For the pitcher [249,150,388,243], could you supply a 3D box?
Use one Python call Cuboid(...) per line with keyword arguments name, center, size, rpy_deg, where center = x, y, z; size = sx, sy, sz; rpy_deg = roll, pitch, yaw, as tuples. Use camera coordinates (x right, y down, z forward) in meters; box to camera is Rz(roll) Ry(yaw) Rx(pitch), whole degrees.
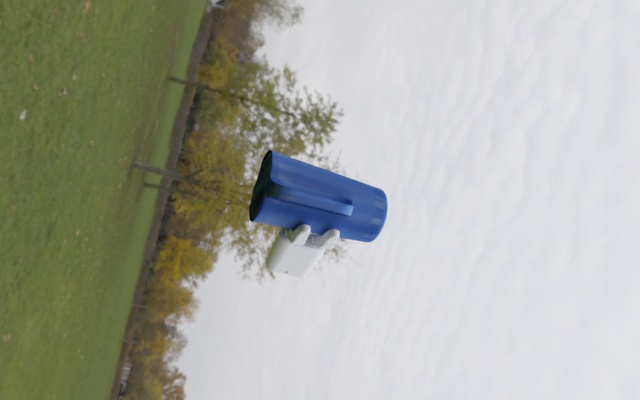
Cuboid(name="pitcher", center=(0.000, 0.003, 0.876), size=(0.243, 0.149, 0.145), rpy_deg=(15, -45, -17))
